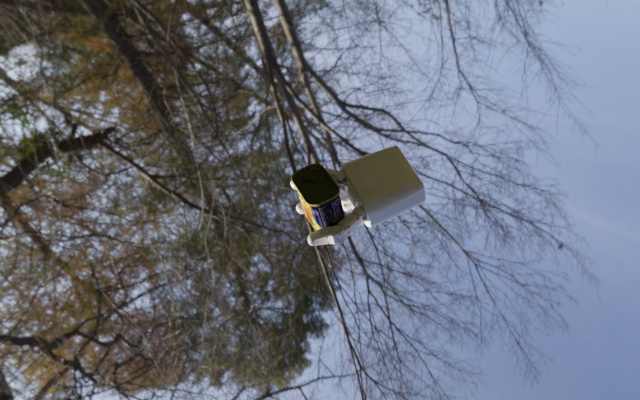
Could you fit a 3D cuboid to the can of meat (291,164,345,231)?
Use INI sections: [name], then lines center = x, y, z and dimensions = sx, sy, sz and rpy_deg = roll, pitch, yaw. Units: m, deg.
[can of meat]
center = 0.000, 0.003, 0.783
dimensions = 0.057, 0.084, 0.102
rpy_deg = -25, 41, -9
